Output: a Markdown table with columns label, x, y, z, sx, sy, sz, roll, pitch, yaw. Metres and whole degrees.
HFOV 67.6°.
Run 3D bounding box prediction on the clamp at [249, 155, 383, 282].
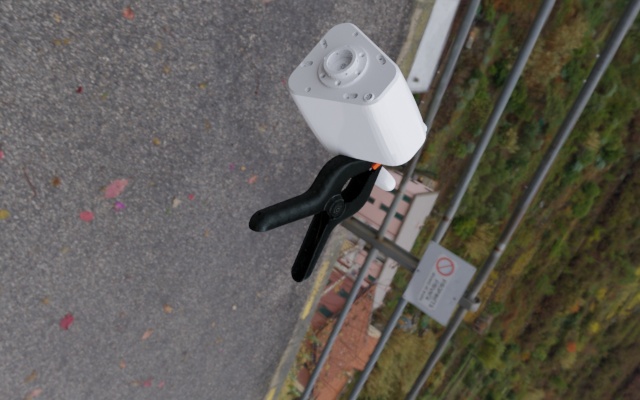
| label | x | y | z | sx | sy | sz | roll | pitch | yaw |
| --- | --- | --- | --- | --- | --- | --- | --- | --- | --- |
| clamp | 0.001 | 0.002 | 0.521 | 0.039 | 0.171 | 0.120 | 32 | -10 | 36 |
